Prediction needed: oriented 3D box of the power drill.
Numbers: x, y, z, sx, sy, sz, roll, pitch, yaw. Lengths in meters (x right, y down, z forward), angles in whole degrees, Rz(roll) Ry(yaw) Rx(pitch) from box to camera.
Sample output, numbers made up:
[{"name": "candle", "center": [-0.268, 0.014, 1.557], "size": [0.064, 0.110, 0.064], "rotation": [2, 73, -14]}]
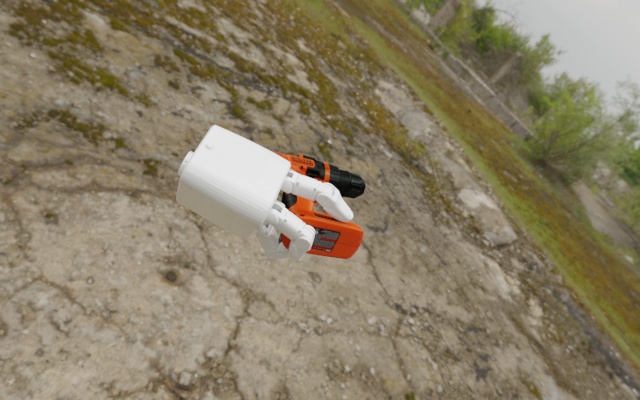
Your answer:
[{"name": "power drill", "center": [0.000, 0.002, 0.688], "size": [0.184, 0.057, 0.187], "rotation": [10, 30, -20]}]
